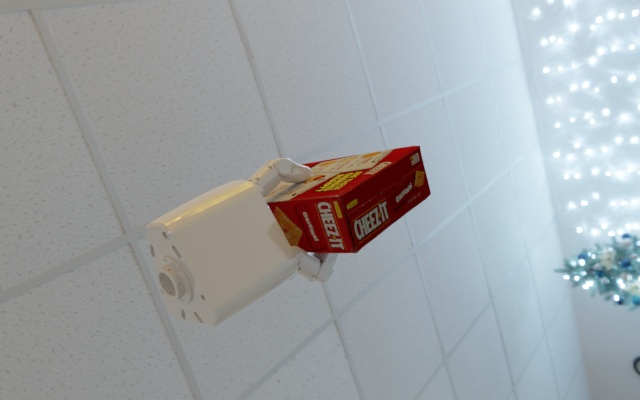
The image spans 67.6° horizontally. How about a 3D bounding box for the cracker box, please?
[{"bbox_3d":[0.000,0.002,0.584,0.214,0.072,0.164,-4,20,44],"label":"cracker box"}]
